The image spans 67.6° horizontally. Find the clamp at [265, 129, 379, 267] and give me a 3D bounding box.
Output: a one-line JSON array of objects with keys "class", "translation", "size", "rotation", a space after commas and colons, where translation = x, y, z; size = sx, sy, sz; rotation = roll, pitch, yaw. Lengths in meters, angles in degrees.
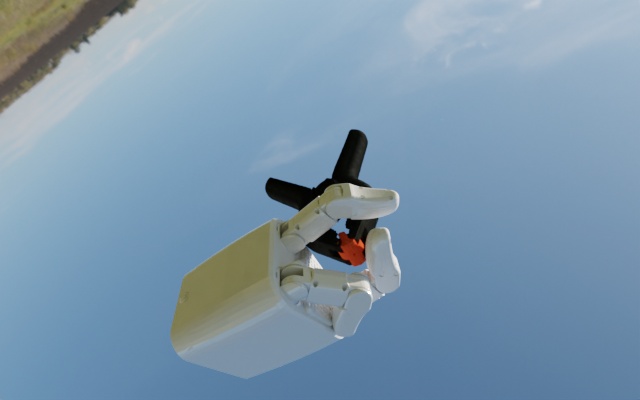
[{"class": "clamp", "translation": [0.001, 0.002, 0.454], "size": [0.120, 0.039, 0.171], "rotation": [-30, 32, 17]}]
